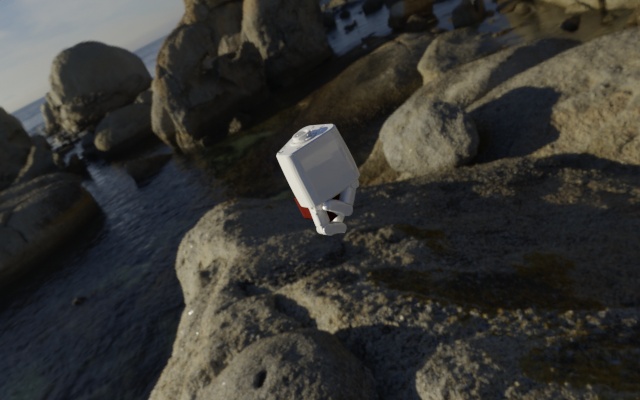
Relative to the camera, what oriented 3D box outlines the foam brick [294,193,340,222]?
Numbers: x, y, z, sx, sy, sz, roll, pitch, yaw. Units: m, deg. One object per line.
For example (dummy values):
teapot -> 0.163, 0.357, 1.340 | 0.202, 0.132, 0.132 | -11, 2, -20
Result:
foam brick -> 0.000, 0.003, 0.893 | 0.078, 0.051, 0.053 | 6, 42, 50
